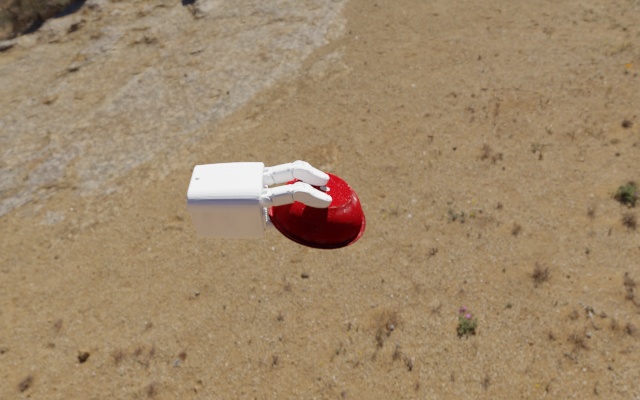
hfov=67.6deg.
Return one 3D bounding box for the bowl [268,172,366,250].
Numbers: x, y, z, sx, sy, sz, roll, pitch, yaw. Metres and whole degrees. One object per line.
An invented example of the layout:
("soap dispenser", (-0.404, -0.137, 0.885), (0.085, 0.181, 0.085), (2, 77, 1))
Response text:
("bowl", (0.001, 0.002, 0.757), (0.162, 0.055, 0.162), (9, 38, -7))
